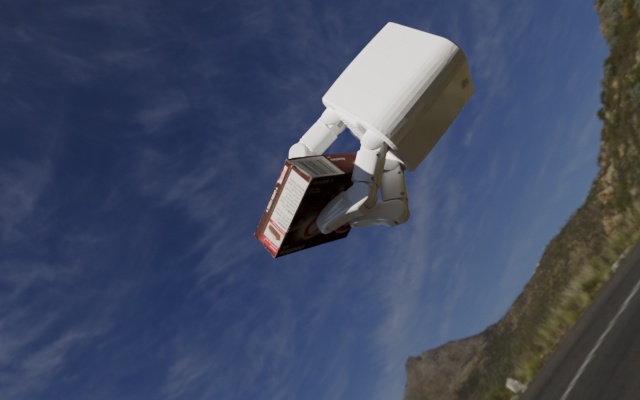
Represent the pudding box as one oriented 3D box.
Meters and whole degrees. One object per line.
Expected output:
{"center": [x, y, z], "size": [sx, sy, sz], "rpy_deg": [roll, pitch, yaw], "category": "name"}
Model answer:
{"center": [0.000, 0.001, 0.460], "size": [0.113, 0.090, 0.039], "rpy_deg": [-8, 42, -48], "category": "pudding box"}
